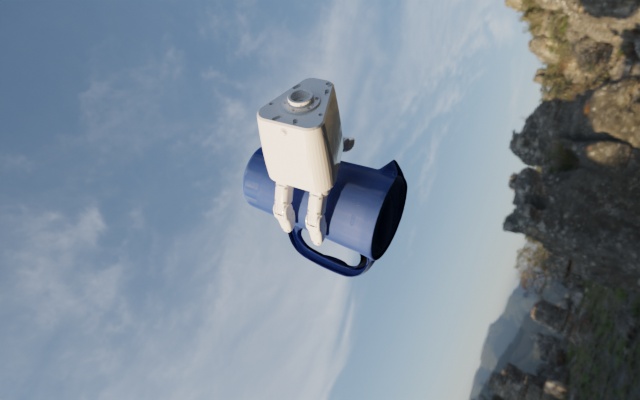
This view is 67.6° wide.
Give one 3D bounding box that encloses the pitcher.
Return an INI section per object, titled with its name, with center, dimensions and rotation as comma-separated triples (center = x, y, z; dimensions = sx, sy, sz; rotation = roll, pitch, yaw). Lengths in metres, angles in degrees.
[pitcher]
center = 0.000, 0.002, 0.746
dimensions = 0.243, 0.149, 0.145
rotation = 18, -37, 23
